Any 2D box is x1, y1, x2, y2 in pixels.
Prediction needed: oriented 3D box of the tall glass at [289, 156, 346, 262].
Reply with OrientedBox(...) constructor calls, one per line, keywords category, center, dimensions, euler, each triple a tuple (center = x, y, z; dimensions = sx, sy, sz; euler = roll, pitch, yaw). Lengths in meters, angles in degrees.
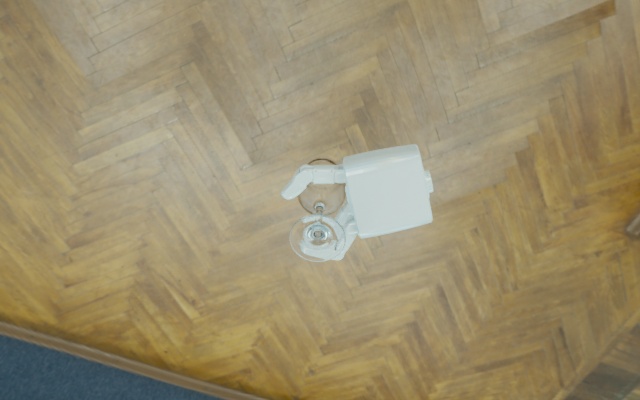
OrientedBox(category="tall glass", center=(0.000, 0.003, 0.712), dimensions=(0.079, 0.079, 0.201), euler=(0, 29, 2))
